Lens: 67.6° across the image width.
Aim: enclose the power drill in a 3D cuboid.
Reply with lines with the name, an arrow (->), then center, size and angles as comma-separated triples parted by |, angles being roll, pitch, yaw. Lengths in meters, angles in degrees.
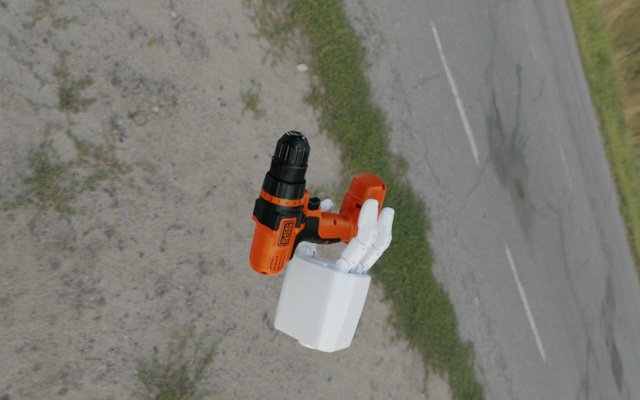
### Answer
power drill -> 0.000, 0.002, 0.623 | 0.187, 0.184, 0.057 | -3, 28, -41
